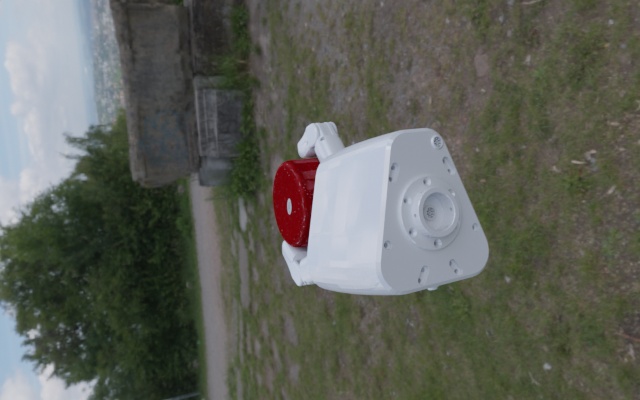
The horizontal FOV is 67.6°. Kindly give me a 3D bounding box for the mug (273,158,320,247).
[{"bbox_3d":[-0.001,0.002,0.468,0.081,0.093,0.117,-6,-5,-25],"label":"mug"}]
